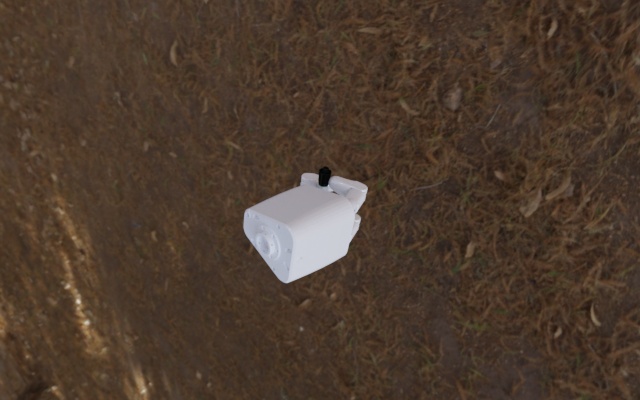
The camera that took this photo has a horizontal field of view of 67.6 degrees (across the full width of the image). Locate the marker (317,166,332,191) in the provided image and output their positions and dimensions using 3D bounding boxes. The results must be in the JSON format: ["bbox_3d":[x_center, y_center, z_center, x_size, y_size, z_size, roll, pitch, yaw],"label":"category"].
[{"bbox_3d":[0.000,0.002,0.724,0.020,0.121,0.020,6,34,-4],"label":"marker"}]
